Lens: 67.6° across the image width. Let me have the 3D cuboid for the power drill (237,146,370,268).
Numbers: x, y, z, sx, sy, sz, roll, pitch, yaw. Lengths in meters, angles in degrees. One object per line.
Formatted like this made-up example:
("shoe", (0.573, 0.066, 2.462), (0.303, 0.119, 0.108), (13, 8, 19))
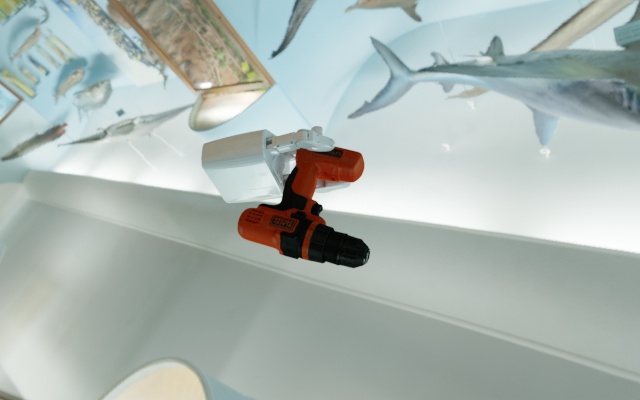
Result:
("power drill", (0.000, 0.002, 0.674), (0.184, 0.187, 0.057), (15, -41, 14))
